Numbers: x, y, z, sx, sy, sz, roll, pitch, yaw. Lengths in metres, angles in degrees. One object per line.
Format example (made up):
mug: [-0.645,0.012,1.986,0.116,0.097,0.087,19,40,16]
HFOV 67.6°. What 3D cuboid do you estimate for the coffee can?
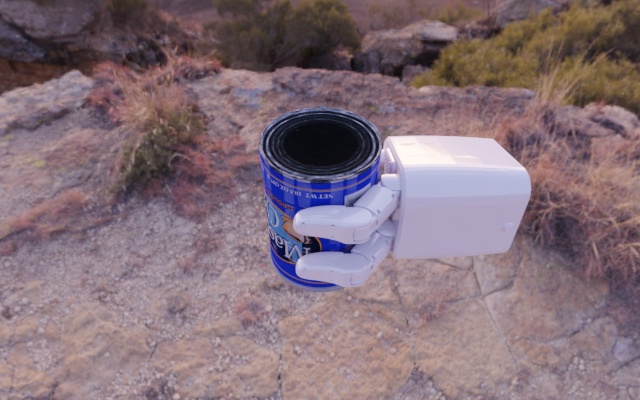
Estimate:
coffee can: [0.000,0.002,0.440,0.103,0.140,0.102,0,43,0]
